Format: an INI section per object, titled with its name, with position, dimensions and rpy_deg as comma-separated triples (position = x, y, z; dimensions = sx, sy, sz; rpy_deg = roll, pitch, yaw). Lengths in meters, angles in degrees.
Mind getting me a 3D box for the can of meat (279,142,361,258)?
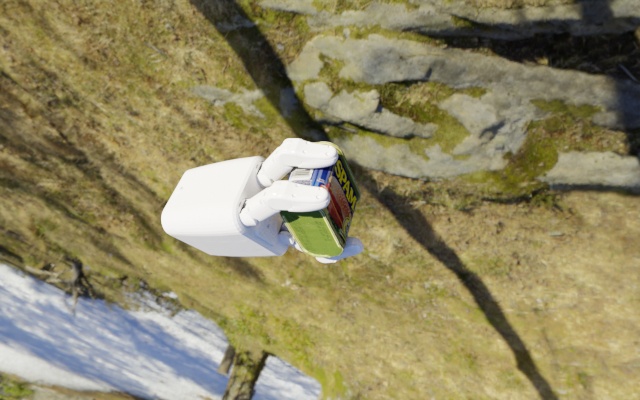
[can of meat]
position = 0.000, 0.002, 0.523
dimensions = 0.057, 0.084, 0.102
rpy_deg = -2, -41, 24
